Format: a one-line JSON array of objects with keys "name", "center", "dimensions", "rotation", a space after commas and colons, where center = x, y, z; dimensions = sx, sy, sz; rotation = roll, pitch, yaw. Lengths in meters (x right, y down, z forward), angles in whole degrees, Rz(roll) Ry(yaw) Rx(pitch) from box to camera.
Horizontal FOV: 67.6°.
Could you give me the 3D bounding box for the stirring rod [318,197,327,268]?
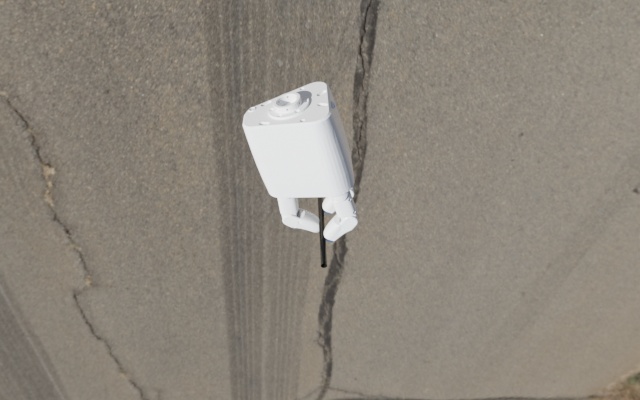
[{"name": "stirring rod", "center": [0.000, 0.002, 0.685], "dimensions": [0.011, 0.011, 0.239], "rotation": [0, 41, -3]}]
